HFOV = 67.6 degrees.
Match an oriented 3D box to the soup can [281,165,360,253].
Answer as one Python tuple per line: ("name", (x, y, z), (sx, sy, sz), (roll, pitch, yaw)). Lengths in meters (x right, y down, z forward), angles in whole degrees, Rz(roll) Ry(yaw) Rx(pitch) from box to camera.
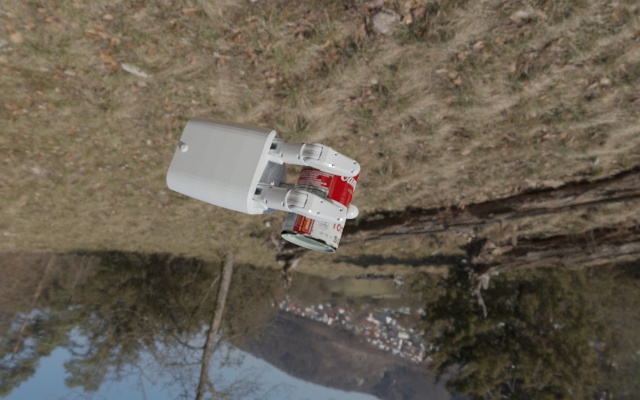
("soup can", (0.000, 0.002, 0.551), (0.068, 0.102, 0.068), (16, -14, 4))
